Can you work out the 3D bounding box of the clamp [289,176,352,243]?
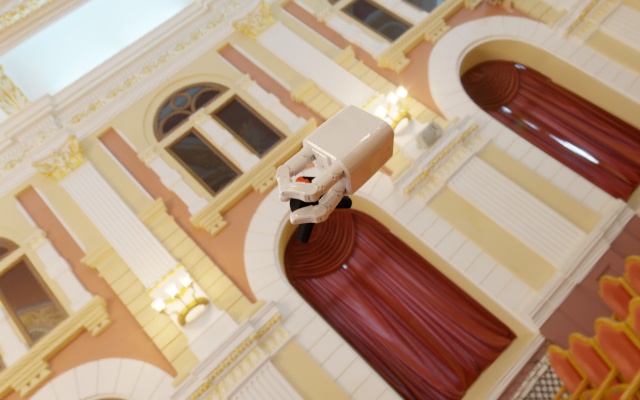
[{"bbox_3d":[0.000,0.002,0.807,0.120,0.039,0.172,-40,-24,-15],"label":"clamp"}]
